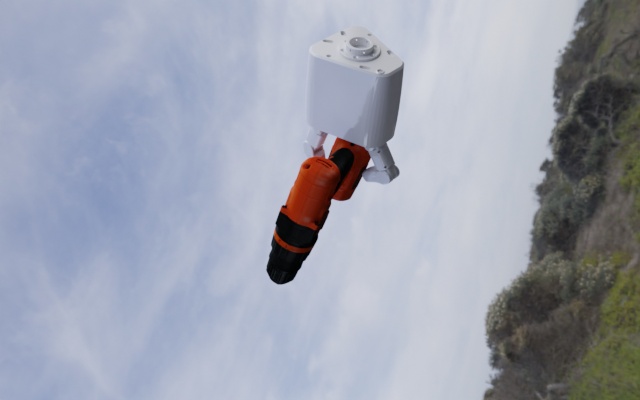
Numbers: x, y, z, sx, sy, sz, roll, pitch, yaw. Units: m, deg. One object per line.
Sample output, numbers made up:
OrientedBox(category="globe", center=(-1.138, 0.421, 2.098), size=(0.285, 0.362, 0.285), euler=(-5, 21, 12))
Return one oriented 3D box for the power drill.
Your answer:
OrientedBox(category="power drill", center=(0.000, 0.002, 0.619), size=(0.057, 0.184, 0.187), euler=(29, 34, 6))
